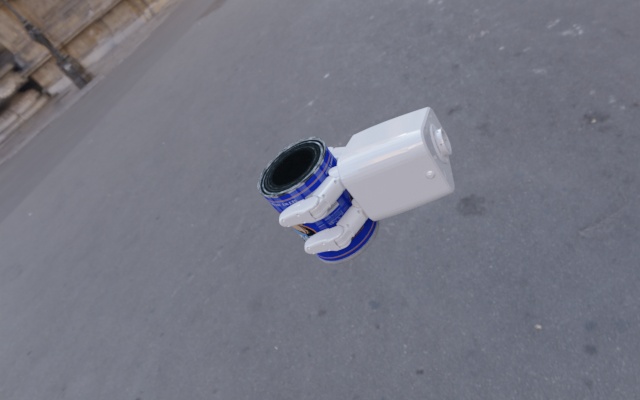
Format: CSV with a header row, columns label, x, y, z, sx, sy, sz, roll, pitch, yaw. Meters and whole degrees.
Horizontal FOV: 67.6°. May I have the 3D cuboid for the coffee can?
label,x,y,z,sx,sy,sz,roll,pitch,yaw
coffee can,0.000,0.002,0.630,0.103,0.102,0.140,0,-41,45
